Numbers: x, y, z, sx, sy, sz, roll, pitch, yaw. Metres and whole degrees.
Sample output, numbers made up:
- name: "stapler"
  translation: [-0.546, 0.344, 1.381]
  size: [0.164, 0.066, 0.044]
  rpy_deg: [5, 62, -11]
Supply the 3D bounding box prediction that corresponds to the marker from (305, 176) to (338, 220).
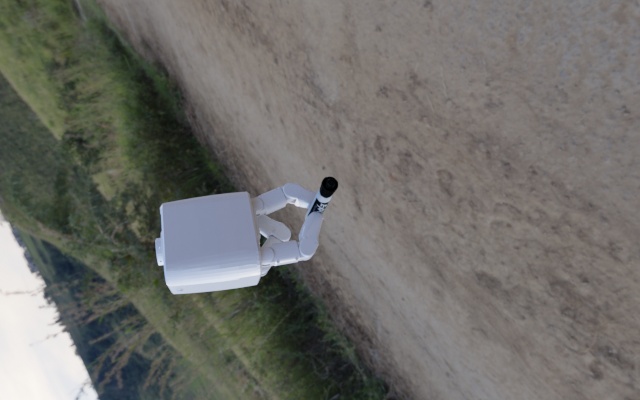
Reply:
- name: "marker"
  translation: [0.000, 0.002, 0.572]
  size: [0.020, 0.020, 0.121]
  rpy_deg: [0, -21, -12]
